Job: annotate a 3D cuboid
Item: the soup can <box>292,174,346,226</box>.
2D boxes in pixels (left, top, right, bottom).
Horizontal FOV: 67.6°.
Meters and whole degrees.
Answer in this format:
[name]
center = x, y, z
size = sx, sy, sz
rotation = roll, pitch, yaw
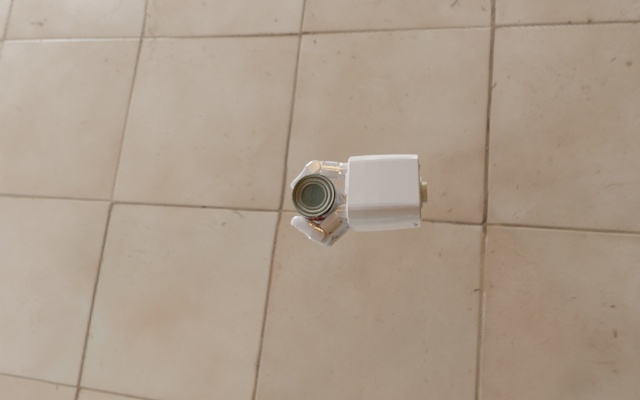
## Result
[soup can]
center = 0.000, 0.002, 0.740
size = 0.068, 0.068, 0.102
rotation = 0, -11, 13
